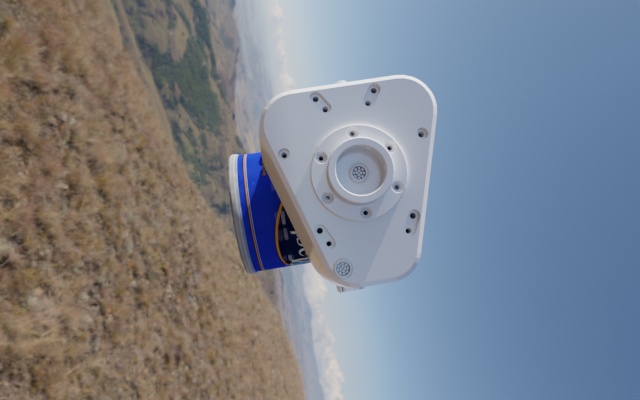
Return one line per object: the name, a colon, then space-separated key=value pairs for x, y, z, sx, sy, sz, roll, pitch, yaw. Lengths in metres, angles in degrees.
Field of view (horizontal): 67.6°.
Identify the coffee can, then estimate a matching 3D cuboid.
coffee can: x=0.000 y=0.001 z=0.412 sx=0.140 sy=0.103 sz=0.103 roll=-9 pitch=0 yaw=-3
